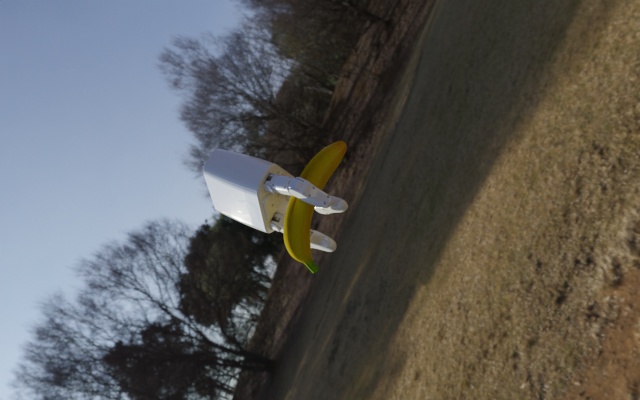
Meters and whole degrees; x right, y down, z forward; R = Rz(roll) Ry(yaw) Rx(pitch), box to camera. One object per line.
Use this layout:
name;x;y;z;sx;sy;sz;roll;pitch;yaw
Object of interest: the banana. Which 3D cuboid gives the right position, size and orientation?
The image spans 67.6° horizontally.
banana;-0.013;0.002;0.685;0.037;0.198;0.069;12;-3;45
